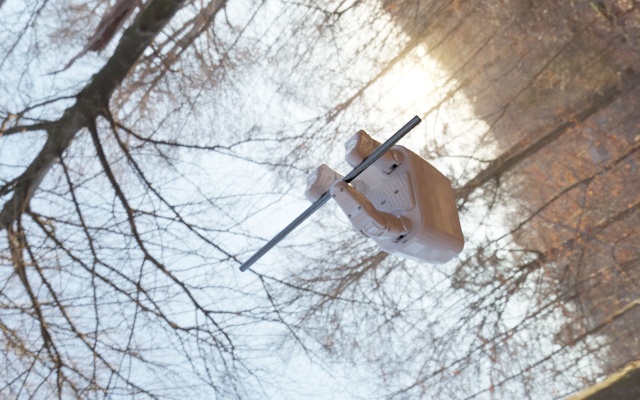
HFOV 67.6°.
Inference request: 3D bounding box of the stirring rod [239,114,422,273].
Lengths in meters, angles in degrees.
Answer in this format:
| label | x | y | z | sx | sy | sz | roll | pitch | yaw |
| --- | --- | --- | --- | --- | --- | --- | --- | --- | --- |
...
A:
| label | x | y | z | sx | sy | sz | roll | pitch | yaw |
| --- | --- | --- | --- | --- | --- | --- | --- | --- | --- |
| stirring rod | 0.000 | 0.001 | 0.452 | 0.239 | 0.011 | 0.011 | -41 | -20 | 25 |
